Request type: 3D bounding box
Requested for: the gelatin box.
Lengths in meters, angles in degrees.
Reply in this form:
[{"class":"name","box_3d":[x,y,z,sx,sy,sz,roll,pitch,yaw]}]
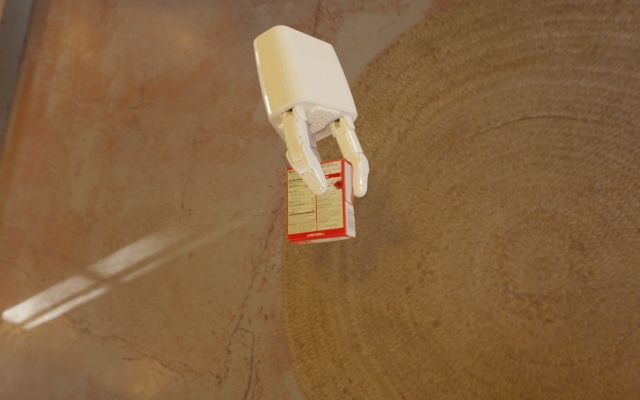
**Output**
[{"class":"gelatin box","box_3d":[0.000,0.002,0.540,0.073,0.089,0.030,-9,-17,25]}]
